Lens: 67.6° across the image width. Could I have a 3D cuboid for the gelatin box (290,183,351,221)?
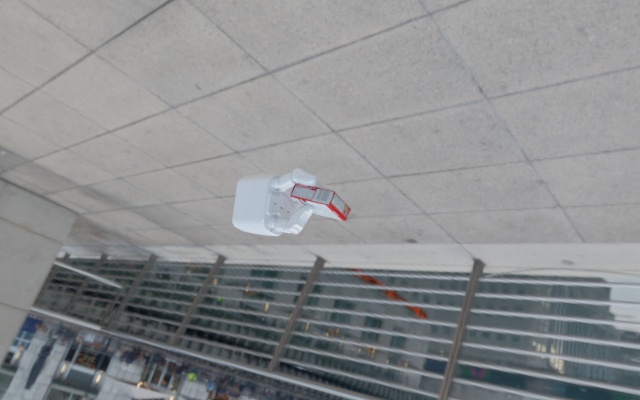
[{"bbox_3d":[0.000,0.003,0.864,0.089,0.030,0.073,13,-18,34],"label":"gelatin box"}]
